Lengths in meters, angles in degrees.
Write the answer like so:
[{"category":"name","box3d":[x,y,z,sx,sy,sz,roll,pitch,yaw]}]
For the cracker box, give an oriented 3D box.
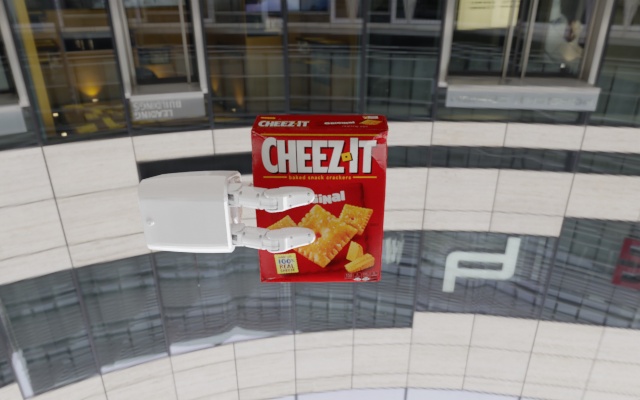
[{"category":"cracker box","box3d":[0.000,0.002,0.617,0.164,0.214,0.072,0,25,1]}]
